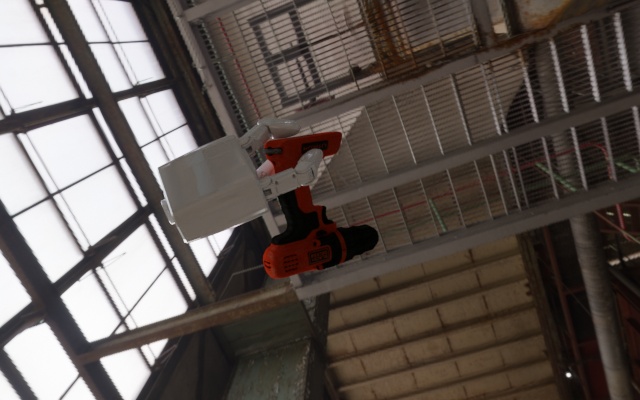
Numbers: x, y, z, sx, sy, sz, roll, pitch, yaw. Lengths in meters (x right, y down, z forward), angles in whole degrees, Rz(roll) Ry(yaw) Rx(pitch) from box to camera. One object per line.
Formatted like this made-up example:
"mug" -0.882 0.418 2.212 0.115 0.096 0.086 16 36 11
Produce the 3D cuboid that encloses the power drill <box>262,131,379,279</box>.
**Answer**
"power drill" 0.000 0.002 0.658 0.184 0.188 0.057 -13 10 -34
